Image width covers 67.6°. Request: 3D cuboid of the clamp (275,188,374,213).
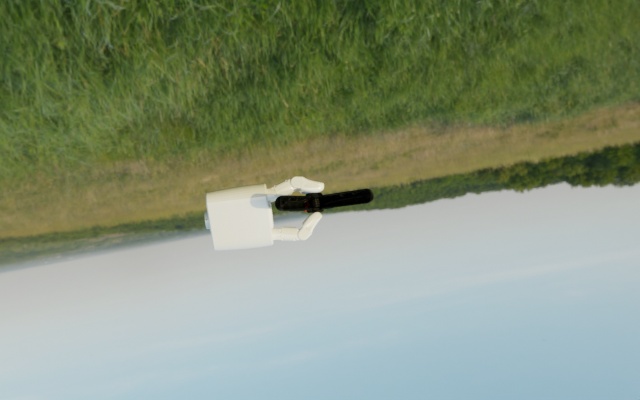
[{"bbox_3d":[0.000,0.004,0.866,0.164,0.036,0.210,-4,-3,-5],"label":"clamp"}]
